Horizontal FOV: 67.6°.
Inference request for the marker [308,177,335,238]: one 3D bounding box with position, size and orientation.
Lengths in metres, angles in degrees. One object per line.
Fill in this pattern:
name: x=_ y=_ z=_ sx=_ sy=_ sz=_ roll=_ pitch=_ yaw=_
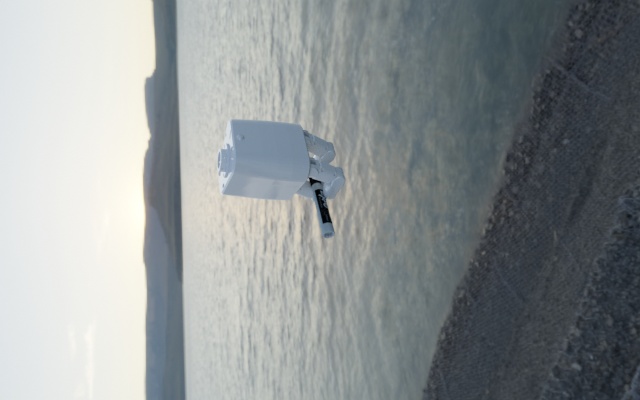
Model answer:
marker: x=0.000 y=0.002 z=0.719 sx=0.020 sy=0.121 sz=0.020 roll=-9 pitch=-37 yaw=-7
